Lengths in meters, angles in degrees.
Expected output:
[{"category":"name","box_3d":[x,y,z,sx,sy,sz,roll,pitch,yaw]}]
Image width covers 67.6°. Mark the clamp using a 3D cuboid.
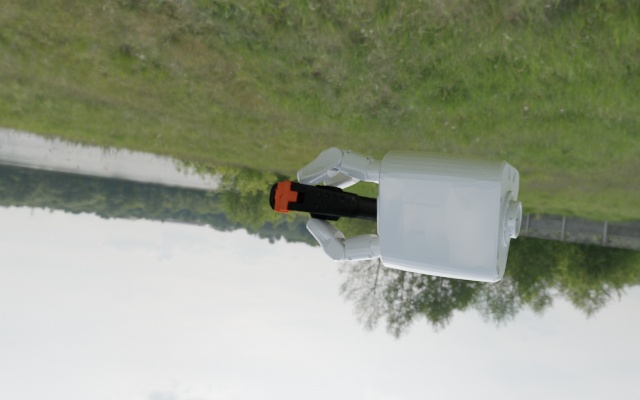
[{"category":"clamp","box_3d":[0.000,0.002,0.516,0.164,0.036,0.210,7,-1,31]}]
